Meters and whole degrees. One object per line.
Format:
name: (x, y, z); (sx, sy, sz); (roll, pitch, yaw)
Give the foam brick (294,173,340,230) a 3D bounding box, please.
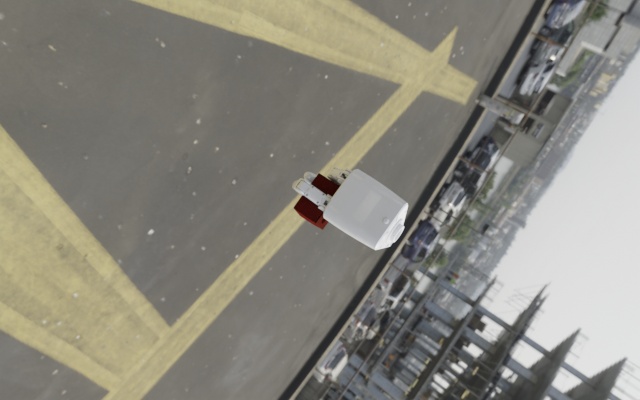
foam brick: (0.000, 0.003, 0.828); (0.051, 0.078, 0.053); (34, -6, 19)
